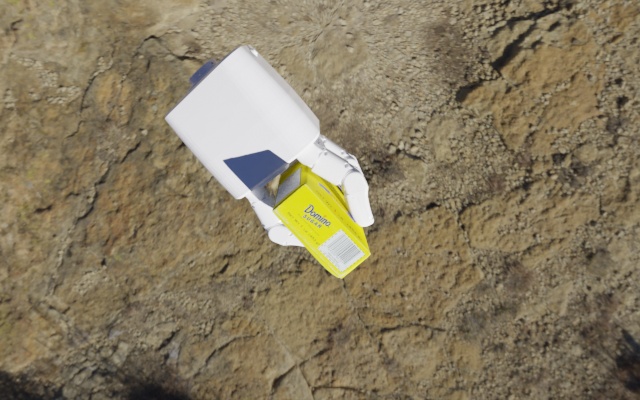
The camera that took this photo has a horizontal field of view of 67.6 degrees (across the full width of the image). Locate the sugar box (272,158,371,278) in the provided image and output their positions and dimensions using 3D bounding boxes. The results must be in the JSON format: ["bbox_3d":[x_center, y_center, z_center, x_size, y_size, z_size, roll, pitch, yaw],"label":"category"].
[{"bbox_3d":[0.000,0.001,0.503,0.048,0.093,0.176,-39,16,13],"label":"sugar box"}]
